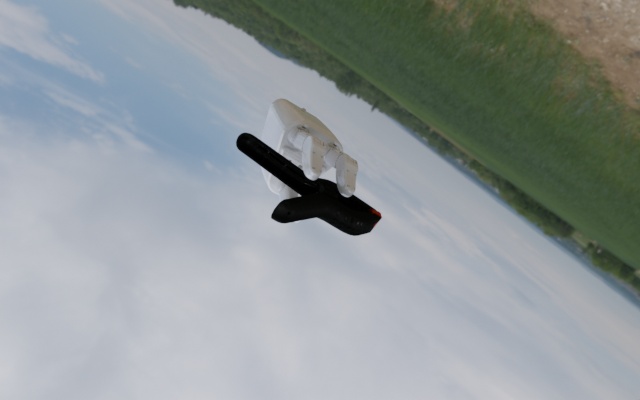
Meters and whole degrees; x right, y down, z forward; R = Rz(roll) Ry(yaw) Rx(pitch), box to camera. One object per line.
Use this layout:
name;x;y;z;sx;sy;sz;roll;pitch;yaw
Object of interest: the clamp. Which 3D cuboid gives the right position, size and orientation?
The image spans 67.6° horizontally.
clamp;0.000;0.003;0.578;0.210;0.036;0.164;26;22;-31
